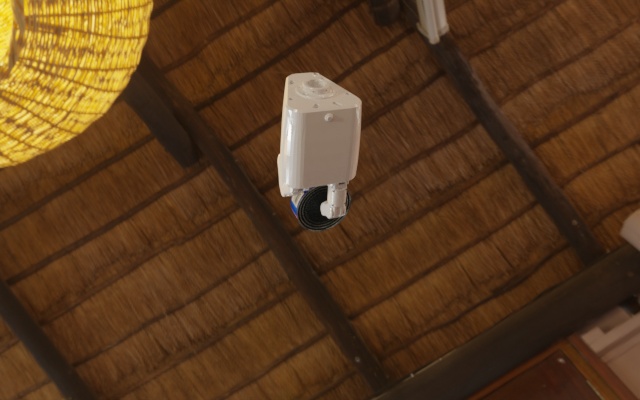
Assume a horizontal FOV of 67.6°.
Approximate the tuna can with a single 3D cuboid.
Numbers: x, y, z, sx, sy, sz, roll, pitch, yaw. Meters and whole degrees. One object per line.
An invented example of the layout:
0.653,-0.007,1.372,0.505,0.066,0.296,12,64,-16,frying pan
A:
0.000,0.002,0.706,0.086,0.086,0.033,0,33,-27,tuna can
